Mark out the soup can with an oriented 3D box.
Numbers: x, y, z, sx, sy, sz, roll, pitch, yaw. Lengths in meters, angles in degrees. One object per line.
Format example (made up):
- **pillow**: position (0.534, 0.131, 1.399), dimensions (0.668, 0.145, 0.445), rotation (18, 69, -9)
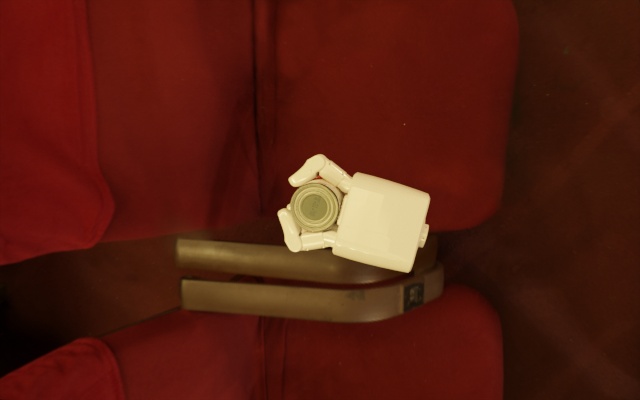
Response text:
- **soup can**: position (0.000, 0.002, 0.672), dimensions (0.068, 0.068, 0.102), rotation (0, 9, 10)
